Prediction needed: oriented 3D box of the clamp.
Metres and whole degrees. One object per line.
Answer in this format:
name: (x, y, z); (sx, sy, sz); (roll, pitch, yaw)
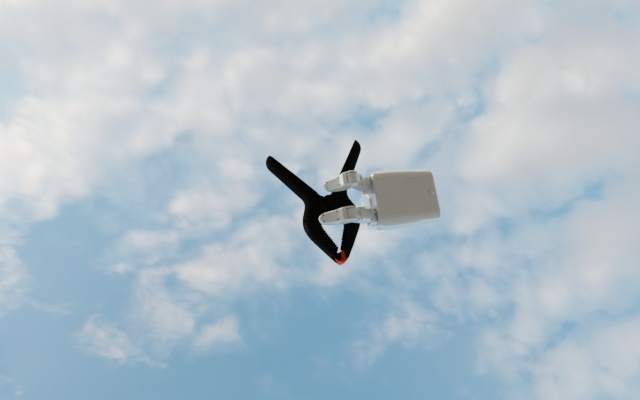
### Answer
clamp: (0.000, 0.003, 0.783); (0.164, 0.210, 0.036); (-5, -18, -8)
